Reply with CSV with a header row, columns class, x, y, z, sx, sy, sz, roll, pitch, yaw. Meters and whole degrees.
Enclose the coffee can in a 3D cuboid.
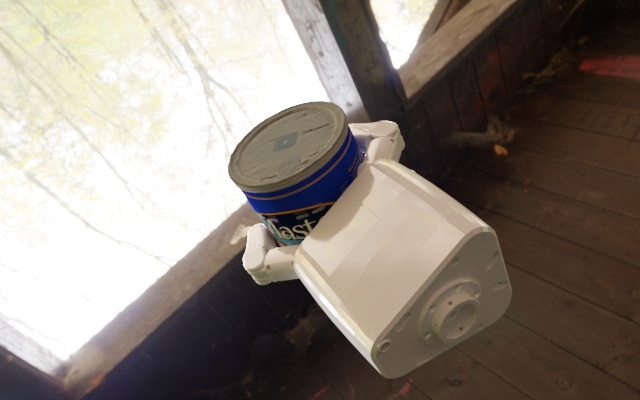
class,x,y,z,sx,sy,sz,roll,pitch,yaw
coffee can,0.000,0.001,0.412,0.103,0.102,0.140,0,-44,34
